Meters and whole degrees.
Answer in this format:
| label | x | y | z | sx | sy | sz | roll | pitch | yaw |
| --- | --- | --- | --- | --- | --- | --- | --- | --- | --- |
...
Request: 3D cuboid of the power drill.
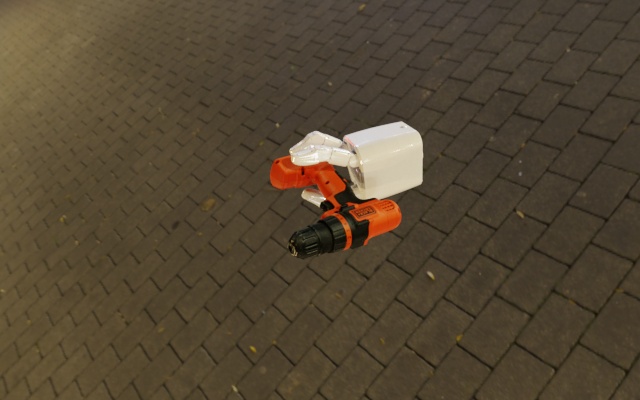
| label | x | y | z | sx | sy | sz | roll | pitch | yaw |
| --- | --- | --- | --- | --- | --- | --- | --- | --- | --- |
| power drill | 0.000 | 0.002 | 0.717 | 0.184 | 0.057 | 0.187 | -15 | 46 | -31 |
